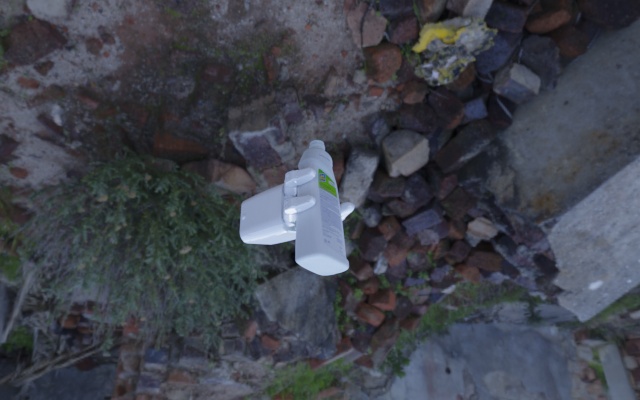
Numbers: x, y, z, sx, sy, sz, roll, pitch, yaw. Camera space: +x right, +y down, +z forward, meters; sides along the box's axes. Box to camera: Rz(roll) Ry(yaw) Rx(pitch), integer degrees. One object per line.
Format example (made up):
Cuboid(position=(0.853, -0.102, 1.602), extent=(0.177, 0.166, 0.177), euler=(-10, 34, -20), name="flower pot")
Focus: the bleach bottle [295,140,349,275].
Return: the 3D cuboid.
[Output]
Cuboid(position=(0.000, 0.003, 0.880), extent=(0.068, 0.250, 0.103), euler=(-19, -33, 29), name="bleach bottle")
